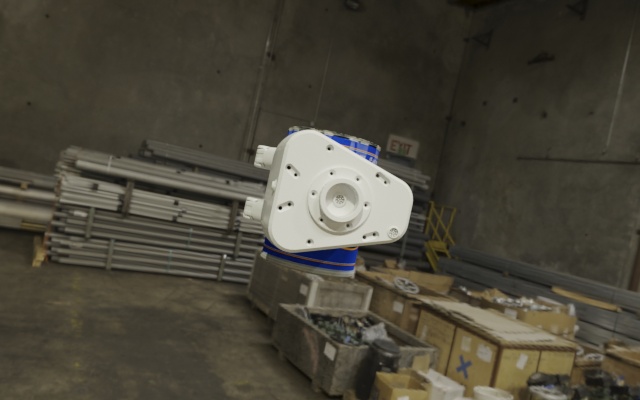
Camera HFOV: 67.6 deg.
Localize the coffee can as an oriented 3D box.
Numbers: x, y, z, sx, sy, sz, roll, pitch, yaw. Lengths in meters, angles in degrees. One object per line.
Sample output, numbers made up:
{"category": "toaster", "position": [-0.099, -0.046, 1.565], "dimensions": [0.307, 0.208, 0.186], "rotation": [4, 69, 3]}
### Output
{"category": "coffee can", "position": [0.000, 0.002, 0.515], "dimensions": [0.103, 0.140, 0.103], "rotation": [12, 0, 0]}
